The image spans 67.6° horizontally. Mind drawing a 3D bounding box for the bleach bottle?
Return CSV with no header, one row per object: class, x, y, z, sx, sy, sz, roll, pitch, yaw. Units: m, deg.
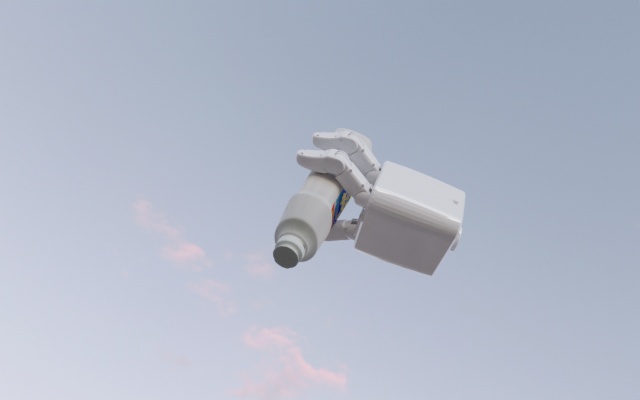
bleach bottle,0.000,0.002,0.586,0.068,0.103,0.250,22,35,7
